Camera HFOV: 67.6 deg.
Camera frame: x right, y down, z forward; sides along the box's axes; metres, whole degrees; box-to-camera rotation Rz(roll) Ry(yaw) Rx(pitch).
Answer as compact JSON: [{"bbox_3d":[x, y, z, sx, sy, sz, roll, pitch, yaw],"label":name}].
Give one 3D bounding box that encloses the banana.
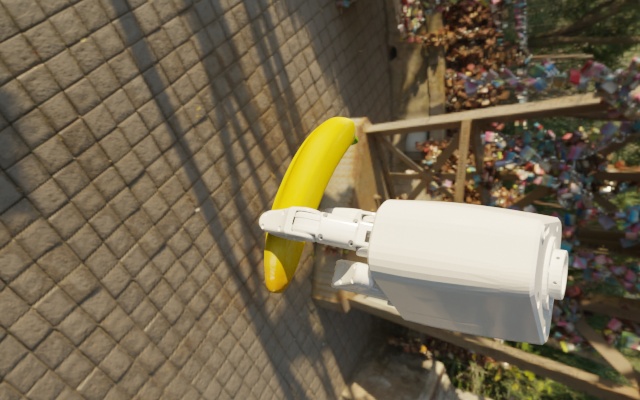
[{"bbox_3d":[-0.005,-0.014,0.428,0.037,0.197,0.070,5,-39,33],"label":"banana"}]
